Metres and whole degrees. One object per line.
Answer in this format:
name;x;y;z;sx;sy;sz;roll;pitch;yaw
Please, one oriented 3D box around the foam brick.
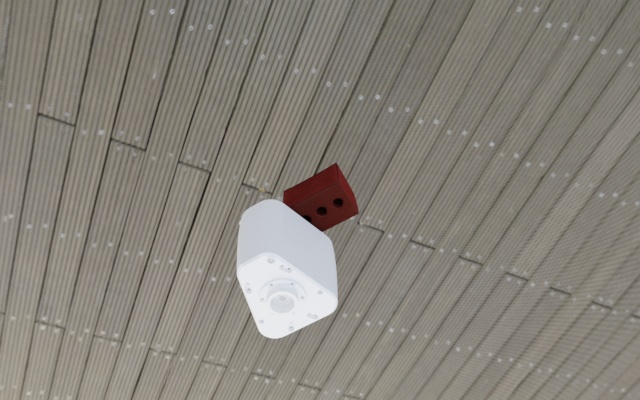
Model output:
foam brick;0.000;0.002;0.582;0.078;0.053;0.051;-28;27;11
